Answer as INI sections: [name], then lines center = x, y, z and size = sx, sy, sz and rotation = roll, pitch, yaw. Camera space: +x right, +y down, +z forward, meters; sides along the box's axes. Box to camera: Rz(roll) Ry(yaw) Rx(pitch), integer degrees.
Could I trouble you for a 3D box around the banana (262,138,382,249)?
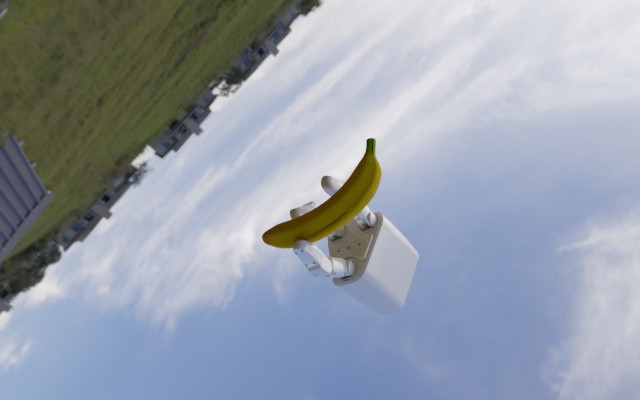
[banana]
center = 0.007, 0.011, 0.586
size = 0.037, 0.198, 0.069
rotation = 39, 19, -35
